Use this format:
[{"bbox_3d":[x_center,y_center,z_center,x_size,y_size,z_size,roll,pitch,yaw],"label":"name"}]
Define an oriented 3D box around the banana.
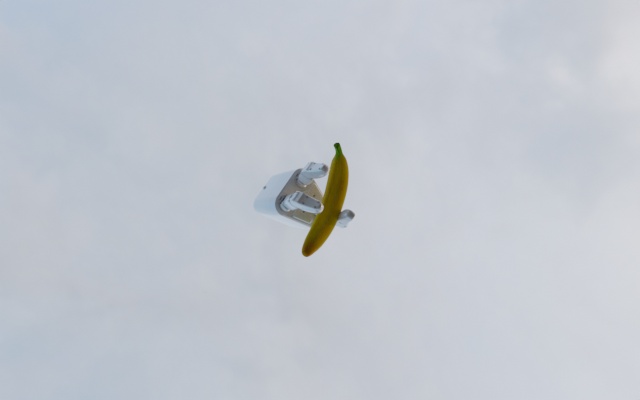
[{"bbox_3d":[0.012,0.004,0.819,0.037,0.198,0.070,10,-7,39],"label":"banana"}]
